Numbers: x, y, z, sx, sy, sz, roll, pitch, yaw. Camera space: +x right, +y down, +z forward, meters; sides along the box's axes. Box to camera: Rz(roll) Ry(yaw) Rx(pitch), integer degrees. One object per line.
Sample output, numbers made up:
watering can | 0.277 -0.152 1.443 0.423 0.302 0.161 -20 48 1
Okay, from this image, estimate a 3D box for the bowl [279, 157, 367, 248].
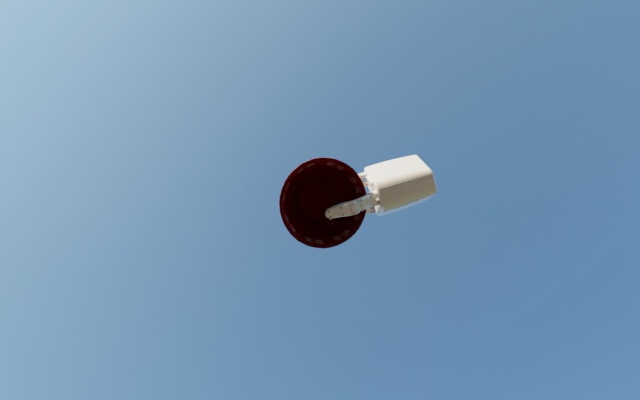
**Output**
bowl | -0.001 0.003 0.866 0.162 0.162 0.055 0 5 -16
